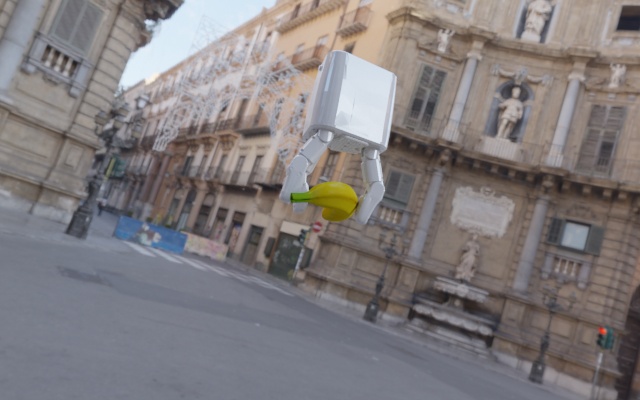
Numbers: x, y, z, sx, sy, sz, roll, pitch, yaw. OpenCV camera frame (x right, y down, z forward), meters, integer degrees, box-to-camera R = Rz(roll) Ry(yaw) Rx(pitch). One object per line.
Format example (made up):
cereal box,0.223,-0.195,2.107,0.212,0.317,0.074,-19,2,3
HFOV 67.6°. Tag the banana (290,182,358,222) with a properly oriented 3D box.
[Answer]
banana,0.018,0.002,0.646,0.069,0.037,0.198,2,-10,13
